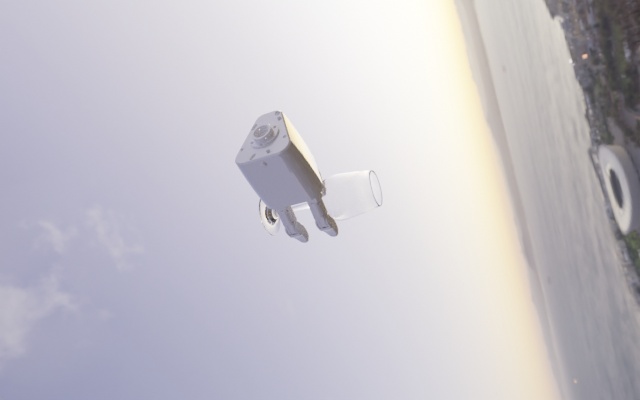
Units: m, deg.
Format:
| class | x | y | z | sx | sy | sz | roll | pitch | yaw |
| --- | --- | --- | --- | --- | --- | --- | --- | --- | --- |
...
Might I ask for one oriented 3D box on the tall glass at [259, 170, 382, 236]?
| class | x | y | z | sx | sy | sz | roll | pitch | yaw |
| --- | --- | --- | --- | --- | --- | --- | --- | --- | --- |
| tall glass | 0.000 | 0.003 | 0.809 | 0.201 | 0.079 | 0.079 | -14 | -5 | 20 |
